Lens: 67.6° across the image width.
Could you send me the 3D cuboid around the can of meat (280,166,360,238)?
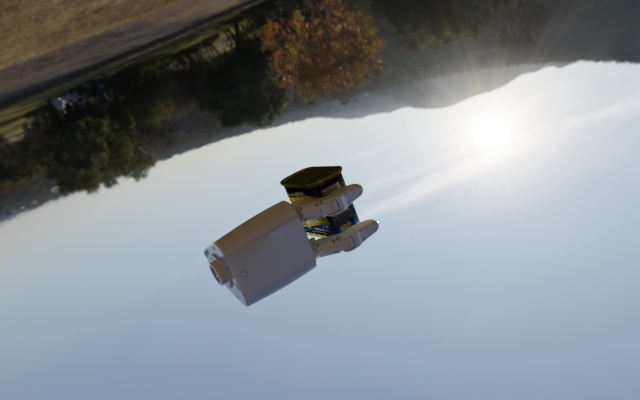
[{"bbox_3d":[0.000,0.002,0.653,0.057,0.084,0.102,-30,18,-28],"label":"can of meat"}]
